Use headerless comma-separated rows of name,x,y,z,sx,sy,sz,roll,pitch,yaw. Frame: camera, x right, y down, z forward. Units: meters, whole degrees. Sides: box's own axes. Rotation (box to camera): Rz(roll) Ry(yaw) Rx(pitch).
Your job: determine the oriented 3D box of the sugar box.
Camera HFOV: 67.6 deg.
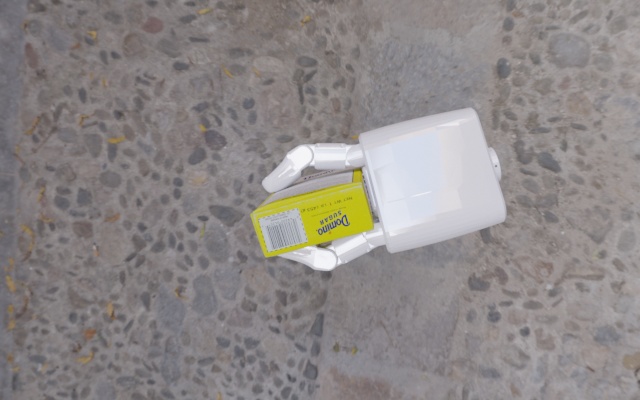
sugar box,0.000,0.002,0.455,0.093,0.048,0.176,-14,6,7
